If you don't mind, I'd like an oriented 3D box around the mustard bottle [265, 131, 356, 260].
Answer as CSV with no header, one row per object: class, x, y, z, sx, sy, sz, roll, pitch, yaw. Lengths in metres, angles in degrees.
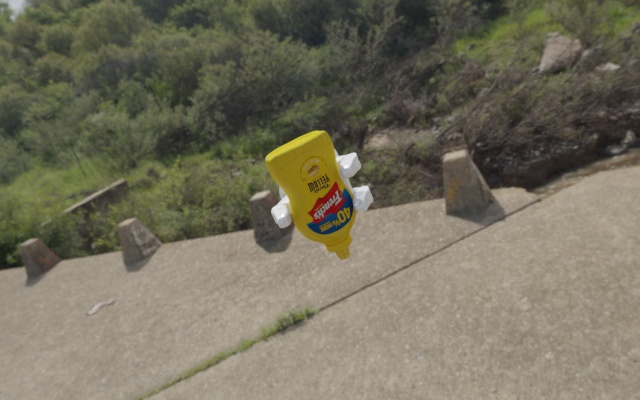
mustard bottle,0.000,0.002,0.698,0.096,0.192,0.058,-30,19,-20
